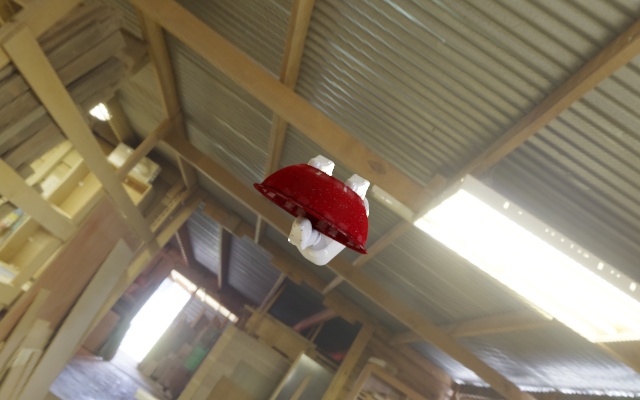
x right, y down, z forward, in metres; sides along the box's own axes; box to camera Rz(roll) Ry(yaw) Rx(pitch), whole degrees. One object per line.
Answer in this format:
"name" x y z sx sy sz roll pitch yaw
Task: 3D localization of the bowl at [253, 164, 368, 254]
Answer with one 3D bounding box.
"bowl" 0.000 0.001 0.583 0.162 0.055 0.162 31 -7 4
